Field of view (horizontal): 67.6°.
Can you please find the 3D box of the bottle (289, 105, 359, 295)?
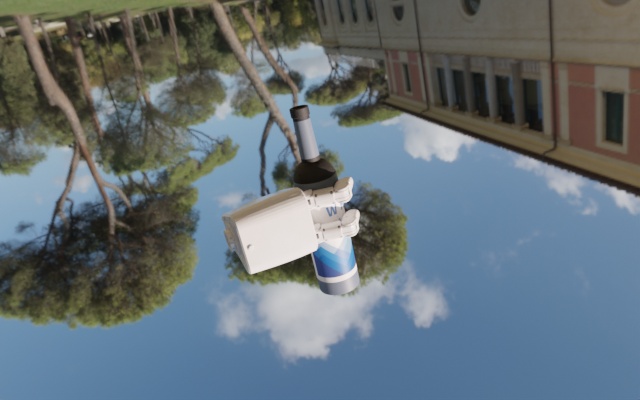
[{"bbox_3d":[0.000,0.003,0.724,0.069,0.296,0.069,-11,22,5],"label":"bottle"}]
